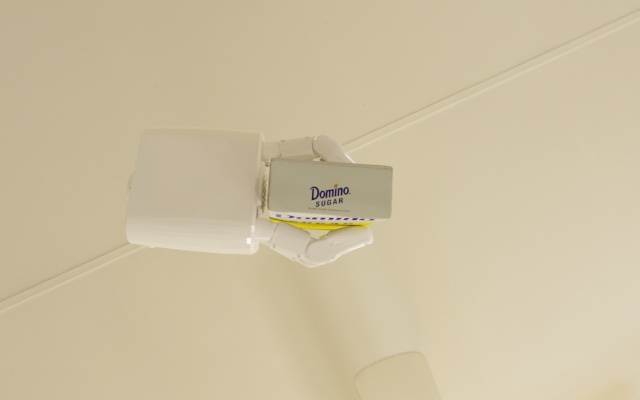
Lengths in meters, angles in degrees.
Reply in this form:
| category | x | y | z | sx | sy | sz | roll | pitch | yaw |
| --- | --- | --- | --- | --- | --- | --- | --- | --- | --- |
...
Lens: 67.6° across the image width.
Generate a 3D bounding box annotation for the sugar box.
| category | x | y | z | sx | sy | sz | roll | pitch | yaw |
| --- | --- | --- | --- | --- | --- | --- | --- | --- | --- |
| sugar box | 0.000 | 0.002 | 0.429 | 0.093 | 0.048 | 0.176 | 4 | -4 | -4 |
